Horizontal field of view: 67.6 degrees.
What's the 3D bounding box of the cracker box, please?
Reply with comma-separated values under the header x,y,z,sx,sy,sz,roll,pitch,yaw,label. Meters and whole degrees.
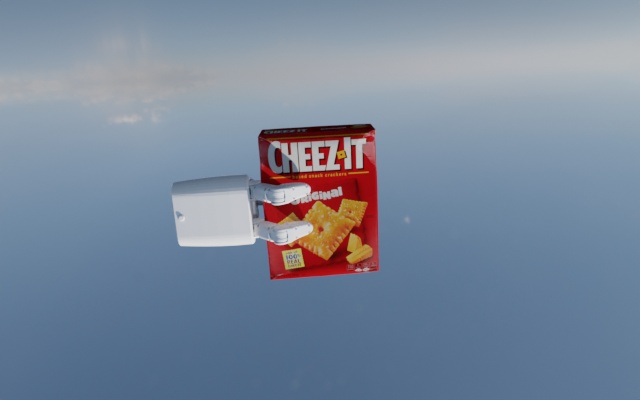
x,y,z,sx,sy,sz,roll,pitch,yaw,label
0.000,0.002,0.695,0.164,0.214,0.072,-4,15,-1,cracker box
